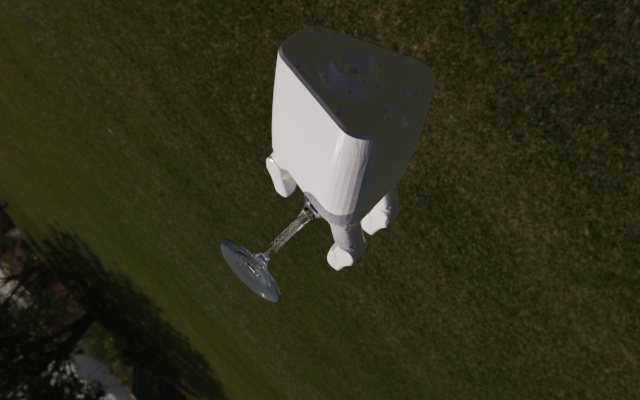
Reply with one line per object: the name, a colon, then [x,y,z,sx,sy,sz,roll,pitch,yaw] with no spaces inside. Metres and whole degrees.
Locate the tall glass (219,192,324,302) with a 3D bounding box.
tall glass: [0.000,0.002,0.467,0.201,0.079,0.079,-44,24,-28]
